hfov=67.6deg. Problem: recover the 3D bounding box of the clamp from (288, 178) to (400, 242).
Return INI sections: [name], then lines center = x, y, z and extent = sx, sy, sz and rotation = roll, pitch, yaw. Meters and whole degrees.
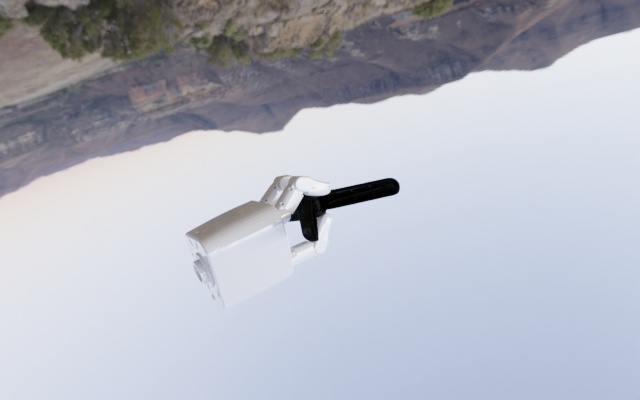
[clamp]
center = 0.000, 0.003, 0.686
extent = 0.164, 0.036, 0.210
rotation = -25, 17, -27
